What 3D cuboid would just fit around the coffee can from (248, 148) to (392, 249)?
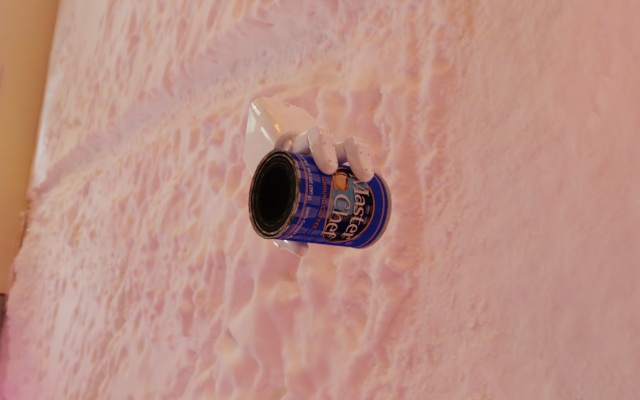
[{"bbox_3d":[0.000,0.002,0.571,0.140,0.103,0.103,10,-6,-38],"label":"coffee can"}]
